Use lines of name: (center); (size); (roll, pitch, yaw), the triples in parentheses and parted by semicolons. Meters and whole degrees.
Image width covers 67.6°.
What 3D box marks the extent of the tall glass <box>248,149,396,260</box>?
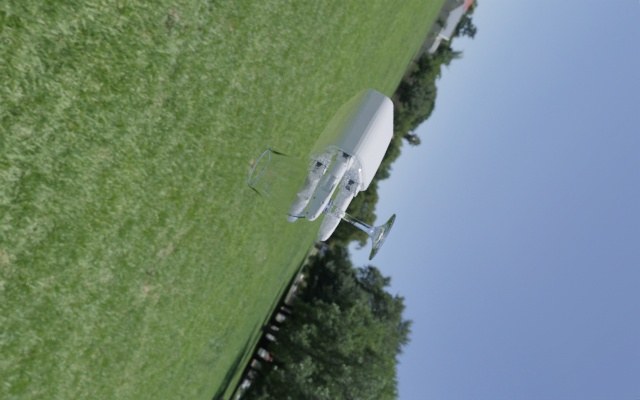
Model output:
tall glass: (0.001, 0.003, 0.667); (0.201, 0.079, 0.079); (29, 1, 2)
